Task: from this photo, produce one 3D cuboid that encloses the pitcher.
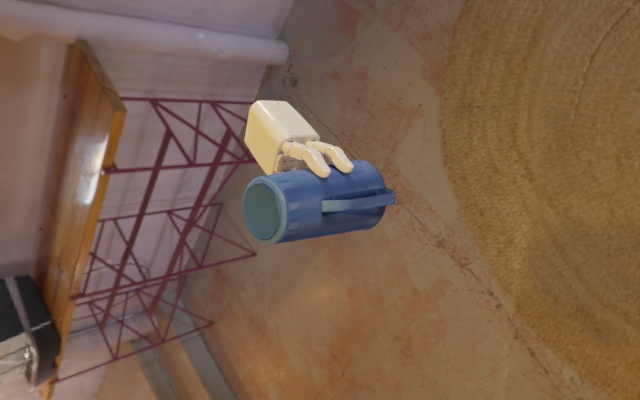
[{"bbox_3d":[0.000,0.003,0.810,0.243,0.145,0.149,-10,-35,-45],"label":"pitcher"}]
